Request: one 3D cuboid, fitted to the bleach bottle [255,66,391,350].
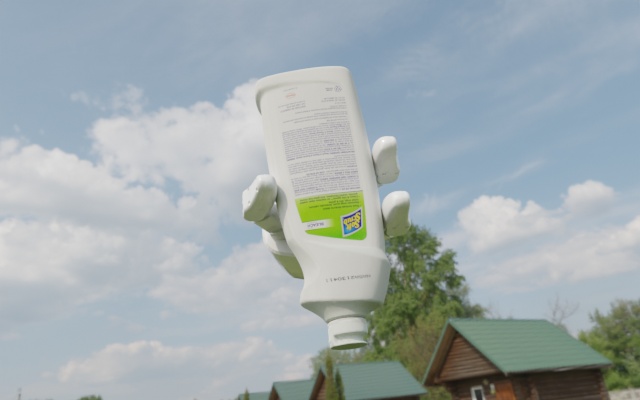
[{"bbox_3d":[0.000,0.001,0.420,0.102,0.250,0.068,-9,-26,4],"label":"bleach bottle"}]
